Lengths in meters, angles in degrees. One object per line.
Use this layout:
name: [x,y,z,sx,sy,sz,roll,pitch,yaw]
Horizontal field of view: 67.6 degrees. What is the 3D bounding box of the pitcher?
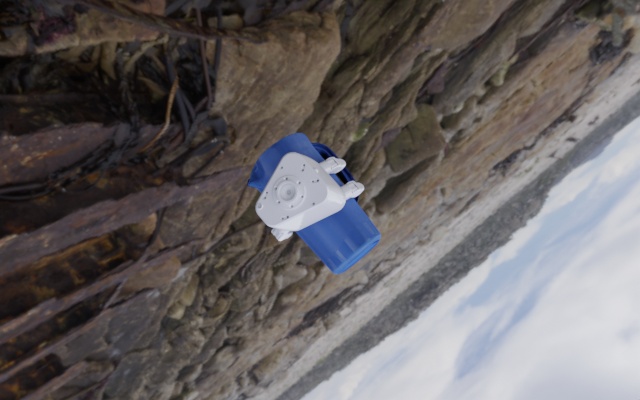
pitcher: [0.000,0.003,0.857,0.149,0.243,0.145,-42,-13,7]
